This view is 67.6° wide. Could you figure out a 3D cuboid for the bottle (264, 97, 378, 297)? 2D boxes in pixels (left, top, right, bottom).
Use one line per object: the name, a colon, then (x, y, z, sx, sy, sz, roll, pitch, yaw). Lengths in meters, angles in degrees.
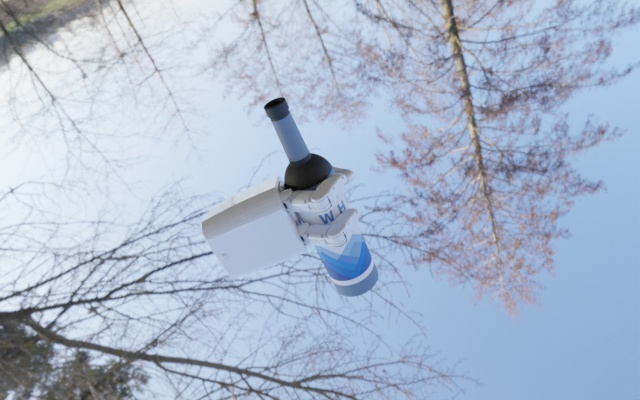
bottle: (0.000, 0.002, 0.625, 0.069, 0.296, 0.069, -18, 32, 12)
